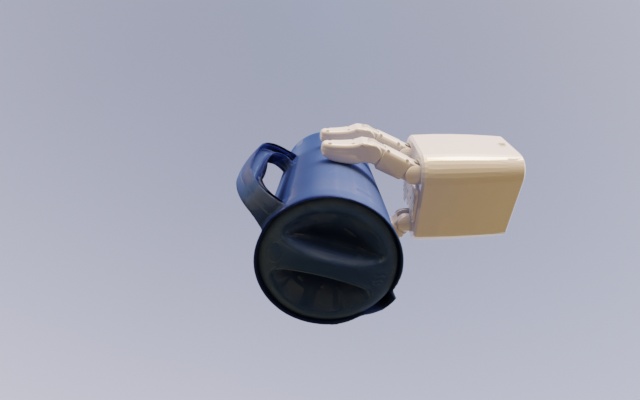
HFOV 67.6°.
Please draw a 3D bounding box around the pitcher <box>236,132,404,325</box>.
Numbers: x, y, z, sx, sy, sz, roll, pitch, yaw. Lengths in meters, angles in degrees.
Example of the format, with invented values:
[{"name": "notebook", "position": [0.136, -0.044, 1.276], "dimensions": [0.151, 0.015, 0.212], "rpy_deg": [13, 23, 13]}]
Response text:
[{"name": "pitcher", "position": [0.000, 0.002, 0.521], "dimensions": [0.145, 0.149, 0.242], "rpy_deg": [-3, 25, 1]}]
